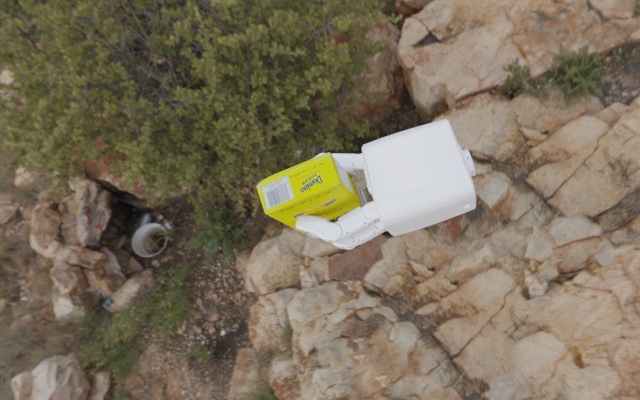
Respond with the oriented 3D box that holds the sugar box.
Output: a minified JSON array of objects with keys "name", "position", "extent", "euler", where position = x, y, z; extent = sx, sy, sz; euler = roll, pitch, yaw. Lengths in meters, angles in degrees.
[{"name":"sugar box","position":[0.000,0.002,0.597],"extent":[0.093,0.048,0.176],"euler":[-22,-21,12]}]
